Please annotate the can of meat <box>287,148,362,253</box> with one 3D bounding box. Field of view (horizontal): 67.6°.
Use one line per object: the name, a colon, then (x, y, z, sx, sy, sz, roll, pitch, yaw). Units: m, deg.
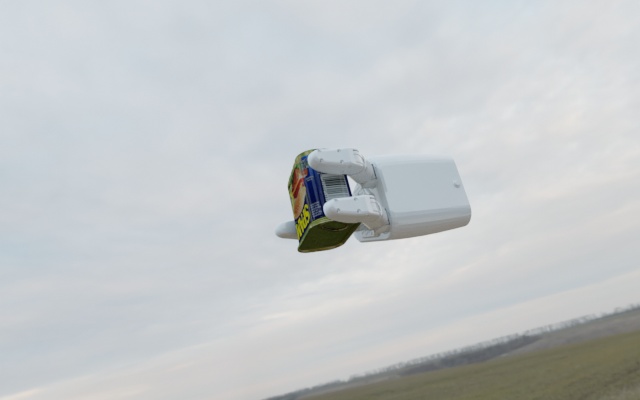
can of meat: (0.000, 0.001, 0.528, 0.057, 0.084, 0.102, -7, -22, -16)
